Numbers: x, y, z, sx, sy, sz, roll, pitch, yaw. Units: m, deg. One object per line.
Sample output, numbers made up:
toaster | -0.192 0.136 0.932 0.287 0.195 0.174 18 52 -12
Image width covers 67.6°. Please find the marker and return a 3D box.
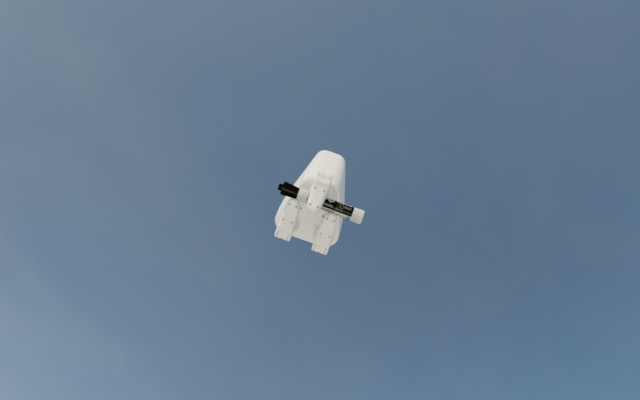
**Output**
marker | 0.000 0.002 0.645 0.121 0.020 0.020 20 0 0
